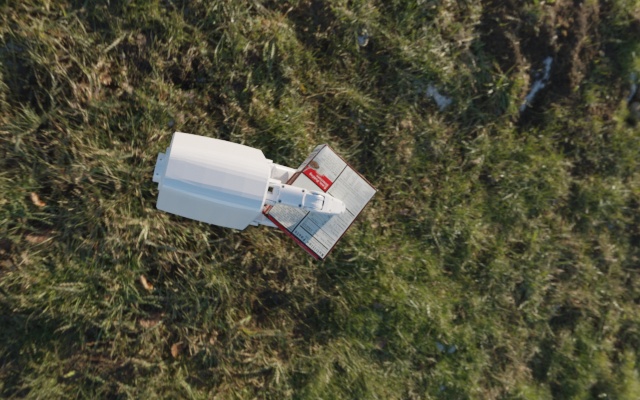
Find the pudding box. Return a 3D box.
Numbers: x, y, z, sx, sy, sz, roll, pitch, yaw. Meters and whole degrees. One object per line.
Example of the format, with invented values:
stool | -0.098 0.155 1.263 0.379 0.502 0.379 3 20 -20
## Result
pudding box | 0.000 0.002 0.571 0.090 0.113 0.039 42 -10 -12
